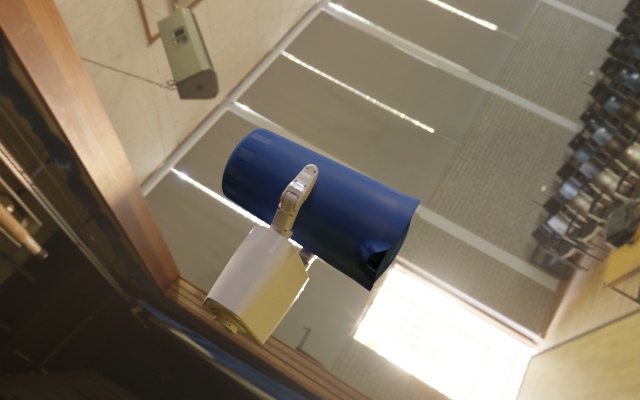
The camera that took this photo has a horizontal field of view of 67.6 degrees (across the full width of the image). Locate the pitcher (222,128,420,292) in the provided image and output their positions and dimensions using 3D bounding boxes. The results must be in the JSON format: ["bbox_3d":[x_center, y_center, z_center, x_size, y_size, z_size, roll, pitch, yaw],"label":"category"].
[{"bbox_3d":[0.000,0.002,0.638,0.243,0.145,0.149,29,-24,10],"label":"pitcher"}]
